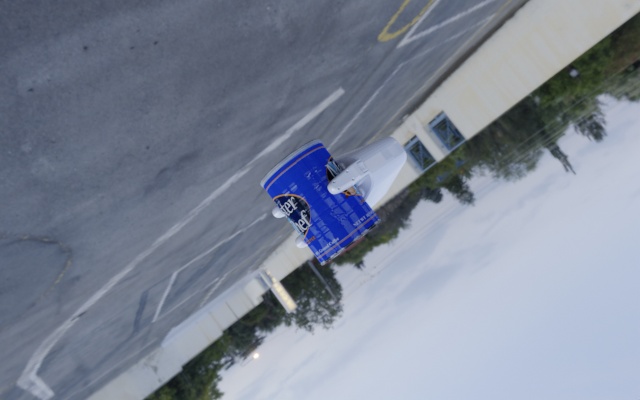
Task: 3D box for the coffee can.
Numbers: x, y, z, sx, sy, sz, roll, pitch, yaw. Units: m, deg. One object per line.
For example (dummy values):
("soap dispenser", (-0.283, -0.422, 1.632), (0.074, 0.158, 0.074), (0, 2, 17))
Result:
("coffee can", (0.000, 0.002, 0.654), (0.103, 0.140, 0.103), (-37, -4, -3))
